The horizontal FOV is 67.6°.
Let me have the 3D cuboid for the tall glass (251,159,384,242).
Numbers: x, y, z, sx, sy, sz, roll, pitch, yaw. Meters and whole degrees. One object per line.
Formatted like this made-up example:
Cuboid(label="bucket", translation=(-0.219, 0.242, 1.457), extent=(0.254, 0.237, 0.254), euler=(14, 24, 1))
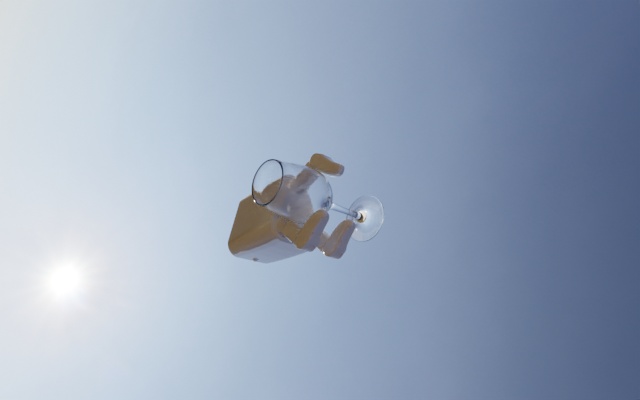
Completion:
Cuboid(label="tall glass", translation=(0.001, 0.002, 0.670), extent=(0.079, 0.079, 0.201), euler=(0, -15, 45))
